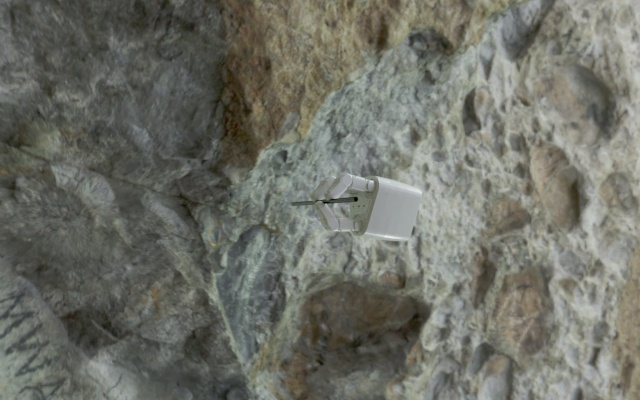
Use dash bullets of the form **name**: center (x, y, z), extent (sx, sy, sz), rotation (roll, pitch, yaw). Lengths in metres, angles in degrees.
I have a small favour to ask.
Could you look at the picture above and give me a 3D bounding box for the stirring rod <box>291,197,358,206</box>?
- **stirring rod**: center (0.000, 0.003, 0.852), extent (0.011, 0.011, 0.239), rotation (0, -2, -27)
